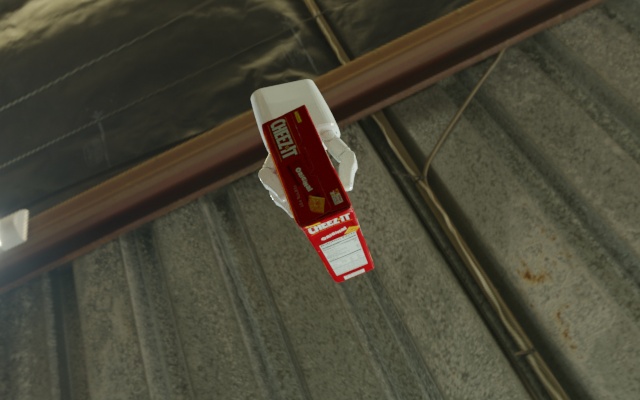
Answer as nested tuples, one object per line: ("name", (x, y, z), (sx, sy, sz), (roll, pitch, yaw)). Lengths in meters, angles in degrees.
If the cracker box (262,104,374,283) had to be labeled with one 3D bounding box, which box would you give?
("cracker box", (0.000, 0.002, 0.656), (0.072, 0.164, 0.214), (-24, -30, 1))
